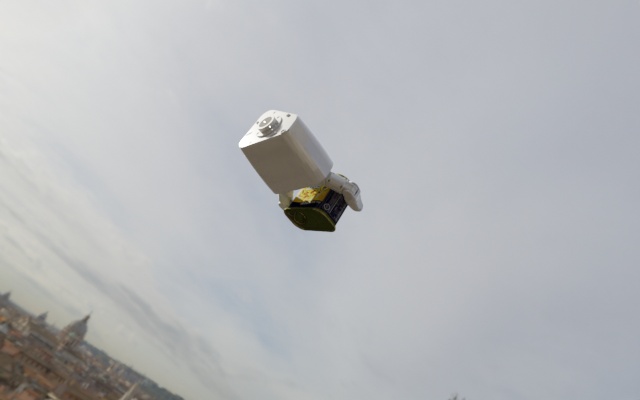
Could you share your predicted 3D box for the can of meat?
[{"bbox_3d":[0.000,0.002,0.812,0.102,0.084,0.057,-1,-42,47],"label":"can of meat"}]
